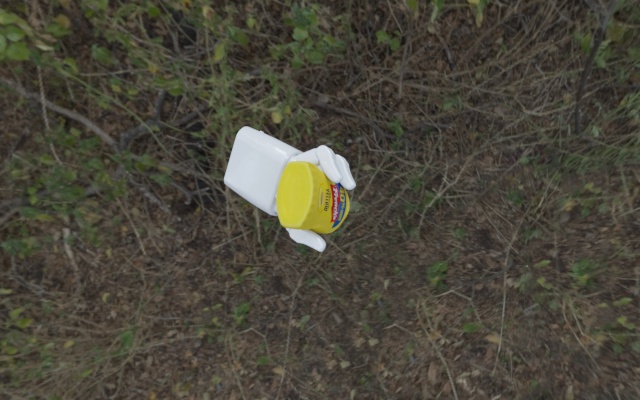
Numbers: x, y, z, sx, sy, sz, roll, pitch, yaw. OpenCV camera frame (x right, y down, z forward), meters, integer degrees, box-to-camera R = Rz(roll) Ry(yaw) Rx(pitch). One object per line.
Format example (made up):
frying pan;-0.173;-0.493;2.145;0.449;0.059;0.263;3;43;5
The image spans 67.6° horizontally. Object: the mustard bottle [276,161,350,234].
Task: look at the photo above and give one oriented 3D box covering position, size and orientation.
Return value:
mustard bottle;0.000;0.002;0.742;0.058;0.096;0.191;2;-6;24
